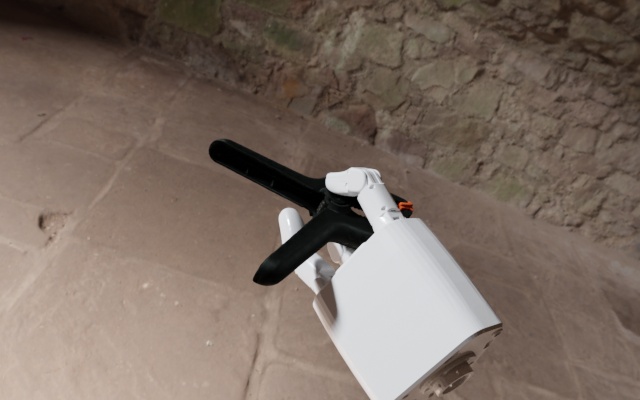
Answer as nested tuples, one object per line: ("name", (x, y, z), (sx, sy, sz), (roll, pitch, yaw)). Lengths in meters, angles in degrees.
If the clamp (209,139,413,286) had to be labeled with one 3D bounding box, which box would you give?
("clamp", (0.001, 0.001, 0.456), (0.210, 0.036, 0.164), (-2, 46, -38))
